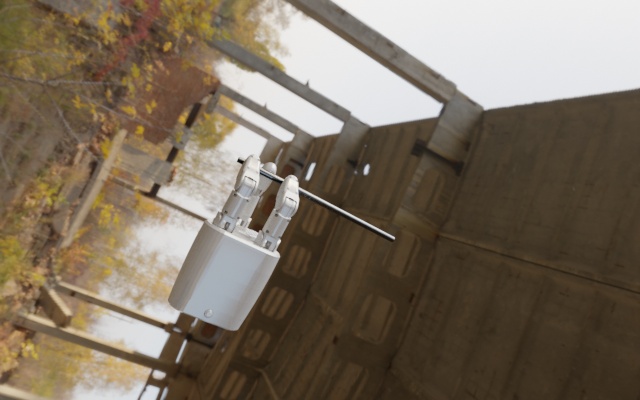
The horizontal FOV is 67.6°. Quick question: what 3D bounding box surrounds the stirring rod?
[{"bbox_3d":[0.000,0.002,0.622,0.239,0.011,0.011,28,-10,-20],"label":"stirring rod"}]
